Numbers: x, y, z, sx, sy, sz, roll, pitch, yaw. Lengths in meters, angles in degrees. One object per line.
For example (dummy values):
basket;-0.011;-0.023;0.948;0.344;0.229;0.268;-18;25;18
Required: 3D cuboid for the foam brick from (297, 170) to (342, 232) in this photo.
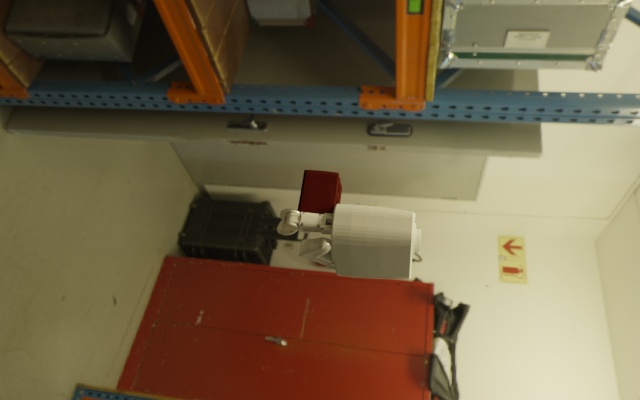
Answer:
foam brick;0.000;0.002;0.691;0.051;0.078;0.053;3;-24;12
